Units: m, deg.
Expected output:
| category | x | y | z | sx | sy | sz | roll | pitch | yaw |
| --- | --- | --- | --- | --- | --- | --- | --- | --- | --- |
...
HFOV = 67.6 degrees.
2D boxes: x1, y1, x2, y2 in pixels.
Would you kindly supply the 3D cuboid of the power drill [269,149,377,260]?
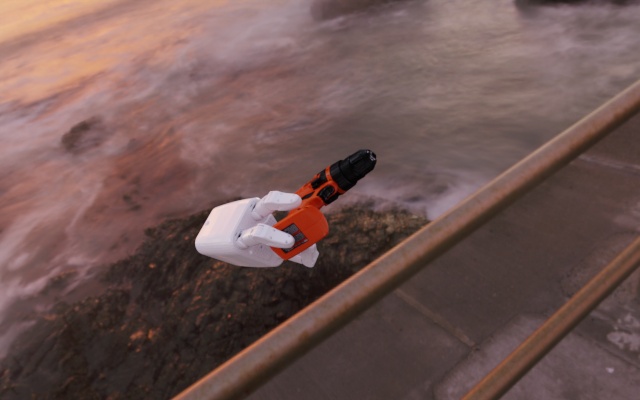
| category | x | y | z | sx | sy | sz | roll | pitch | yaw |
| --- | --- | --- | --- | --- | --- | --- | --- | --- | --- |
| power drill | 0.000 | 0.003 | 0.752 | 0.184 | 0.057 | 0.187 | -35 | 10 | 31 |
